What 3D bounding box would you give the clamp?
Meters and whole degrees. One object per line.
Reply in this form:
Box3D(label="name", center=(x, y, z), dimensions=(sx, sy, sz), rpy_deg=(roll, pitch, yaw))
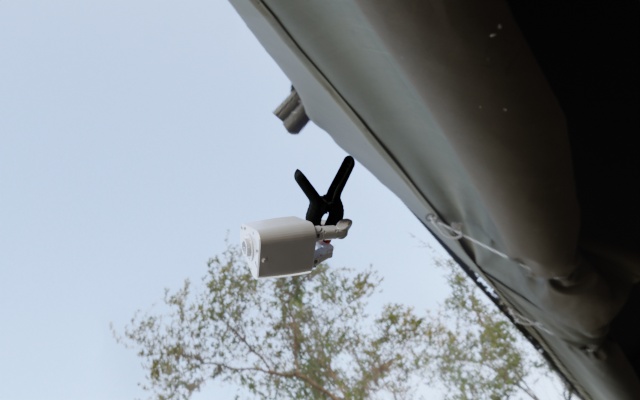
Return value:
Box3D(label="clamp", center=(0.000, 0.003, 0.865), dimensions=(0.120, 0.171, 0.039), rpy_deg=(-5, 26, -26))
